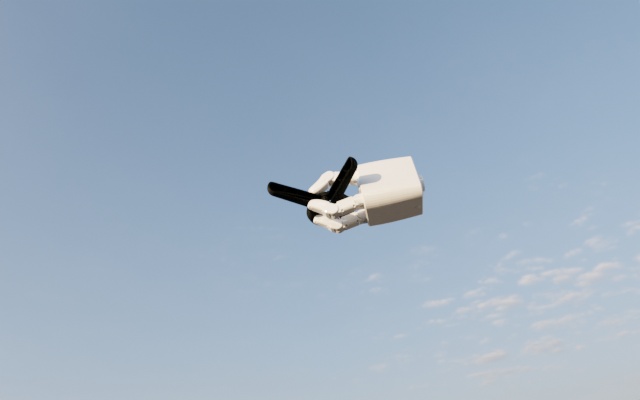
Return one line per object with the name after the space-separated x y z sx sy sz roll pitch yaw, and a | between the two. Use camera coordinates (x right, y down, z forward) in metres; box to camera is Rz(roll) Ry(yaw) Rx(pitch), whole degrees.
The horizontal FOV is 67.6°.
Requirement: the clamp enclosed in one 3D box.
0.000 0.003 0.900 0.164 0.036 0.210 -12 -34 4 | clamp
